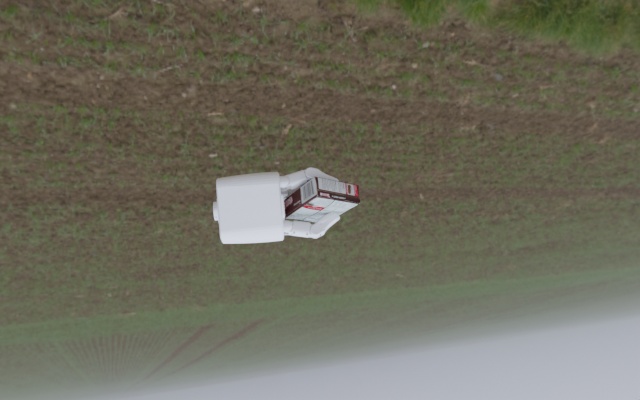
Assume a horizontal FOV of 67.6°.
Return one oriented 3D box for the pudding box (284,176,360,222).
[{"bbox_3d":[0.000,0.003,0.824,0.090,0.039,0.113,9,-24,-32],"label":"pudding box"}]
